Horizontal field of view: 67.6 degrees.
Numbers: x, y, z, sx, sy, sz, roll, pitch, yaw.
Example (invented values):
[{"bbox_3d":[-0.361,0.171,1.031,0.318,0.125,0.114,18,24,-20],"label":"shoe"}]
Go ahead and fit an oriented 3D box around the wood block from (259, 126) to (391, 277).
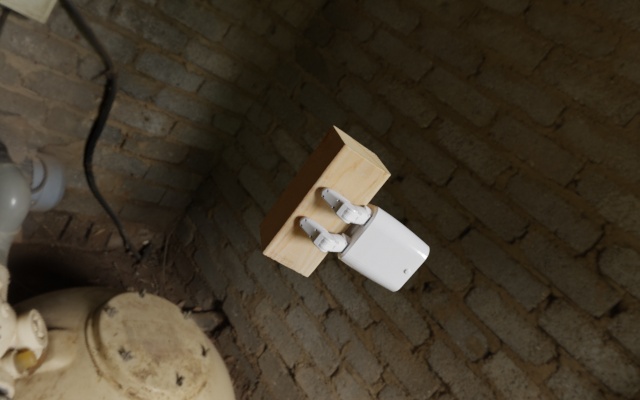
[{"bbox_3d":[0.000,0.002,0.738,0.090,0.206,0.090,31,17,-22],"label":"wood block"}]
